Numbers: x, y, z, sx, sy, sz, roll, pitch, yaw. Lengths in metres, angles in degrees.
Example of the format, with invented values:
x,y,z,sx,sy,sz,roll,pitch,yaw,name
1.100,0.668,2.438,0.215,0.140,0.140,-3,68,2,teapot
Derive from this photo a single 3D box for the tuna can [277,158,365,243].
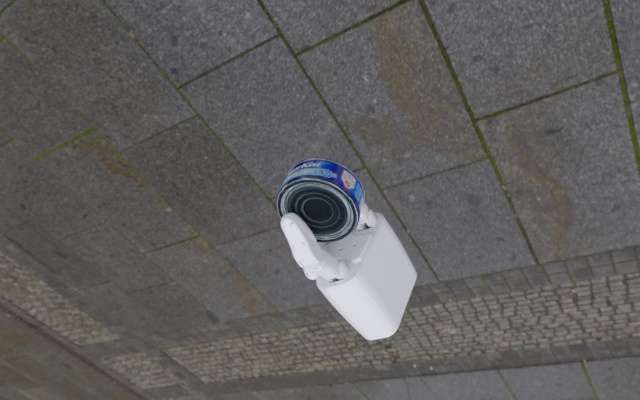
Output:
x,y,z,sx,sy,sz,roll,pitch,yaw,name
0.000,0.002,0.479,0.086,0.086,0.033,0,39,18,tuna can
